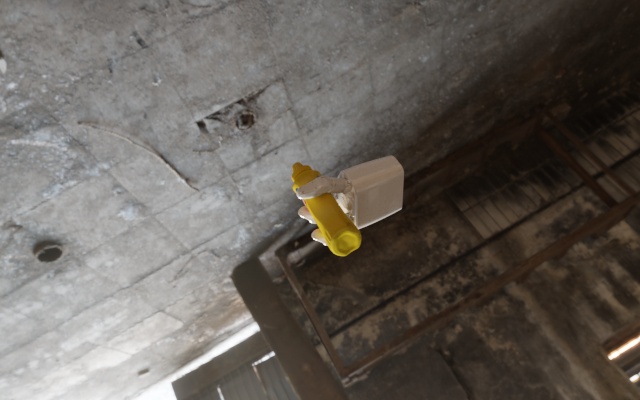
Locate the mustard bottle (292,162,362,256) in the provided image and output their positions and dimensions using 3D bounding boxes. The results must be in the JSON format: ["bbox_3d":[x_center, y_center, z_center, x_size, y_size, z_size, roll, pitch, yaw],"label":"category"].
[{"bbox_3d":[0.000,0.003,0.841,0.058,0.191,0.096,-34,-30,2],"label":"mustard bottle"}]
